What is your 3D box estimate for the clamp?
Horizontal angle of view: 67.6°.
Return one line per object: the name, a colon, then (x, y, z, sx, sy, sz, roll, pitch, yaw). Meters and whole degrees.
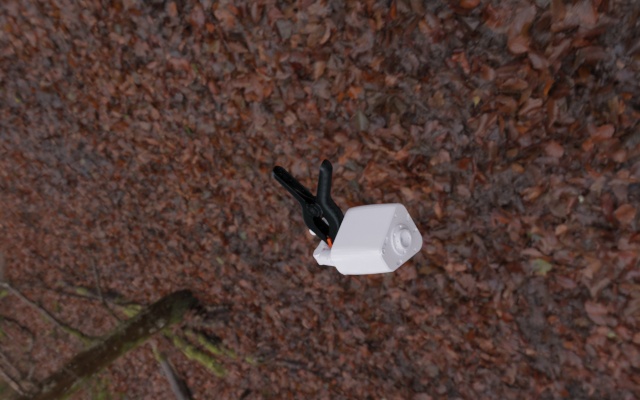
clamp: (0.000, 0.003, 0.811, 0.120, 0.171, 0.039, -10, 31, 47)
